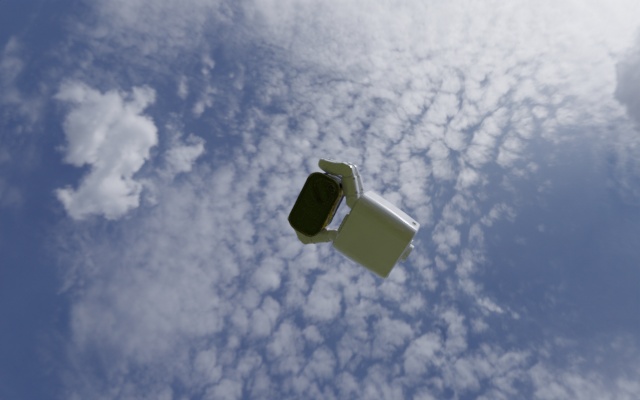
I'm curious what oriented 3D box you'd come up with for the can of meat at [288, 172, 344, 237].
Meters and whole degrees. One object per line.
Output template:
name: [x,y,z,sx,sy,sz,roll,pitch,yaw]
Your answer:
can of meat: [0.000,0.003,0.789,0.057,0.102,0.084,29,13,11]
